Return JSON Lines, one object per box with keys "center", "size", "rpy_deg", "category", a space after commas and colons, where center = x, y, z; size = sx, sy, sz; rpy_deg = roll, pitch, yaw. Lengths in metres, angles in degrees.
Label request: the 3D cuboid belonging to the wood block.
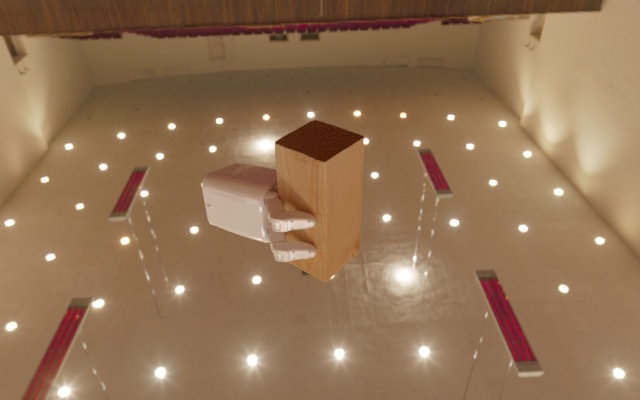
{"center": [0.000, 0.002, 0.695], "size": [0.090, 0.206, 0.090], "rpy_deg": [24, 42, 31], "category": "wood block"}
